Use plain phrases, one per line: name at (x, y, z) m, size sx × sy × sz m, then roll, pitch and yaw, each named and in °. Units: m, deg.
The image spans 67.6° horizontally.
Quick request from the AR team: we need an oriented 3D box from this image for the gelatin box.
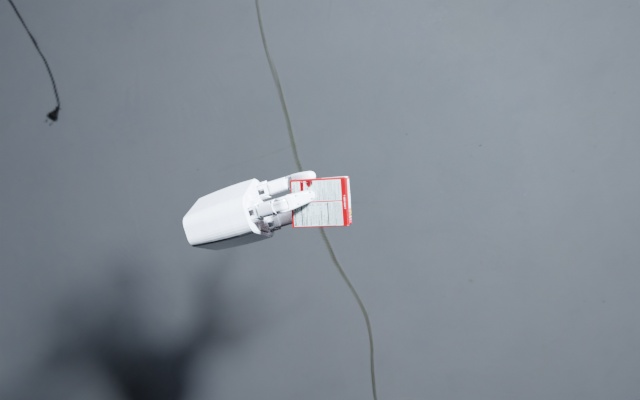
gelatin box at (0.000, 0.002, 0.717) m, size 0.089 × 0.073 × 0.030 m, roll -3°, pitch 5°, yaw 15°
